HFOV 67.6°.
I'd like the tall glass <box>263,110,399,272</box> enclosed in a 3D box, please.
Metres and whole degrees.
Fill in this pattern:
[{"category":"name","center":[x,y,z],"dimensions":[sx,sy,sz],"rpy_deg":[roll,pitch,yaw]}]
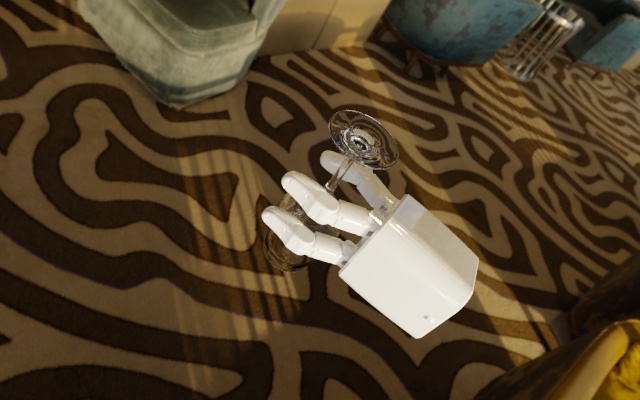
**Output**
[{"category":"tall glass","center":[0.000,0.001,0.514],"dimensions":[0.079,0.079,0.201],"rpy_deg":[0,-36,-32]}]
